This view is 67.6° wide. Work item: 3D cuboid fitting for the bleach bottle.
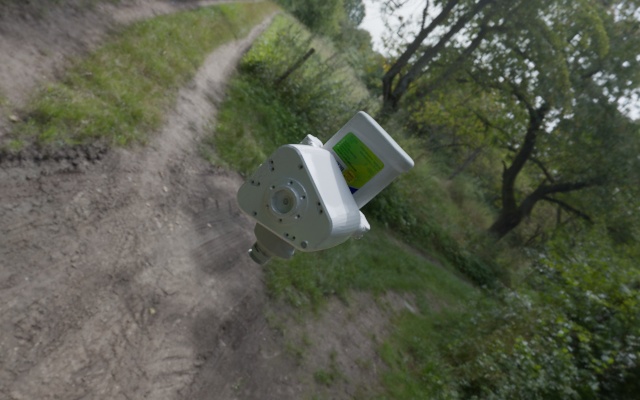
[{"bbox_3d":[0.000,0.002,0.646,0.251,0.102,0.068,-45,-13,15],"label":"bleach bottle"}]
